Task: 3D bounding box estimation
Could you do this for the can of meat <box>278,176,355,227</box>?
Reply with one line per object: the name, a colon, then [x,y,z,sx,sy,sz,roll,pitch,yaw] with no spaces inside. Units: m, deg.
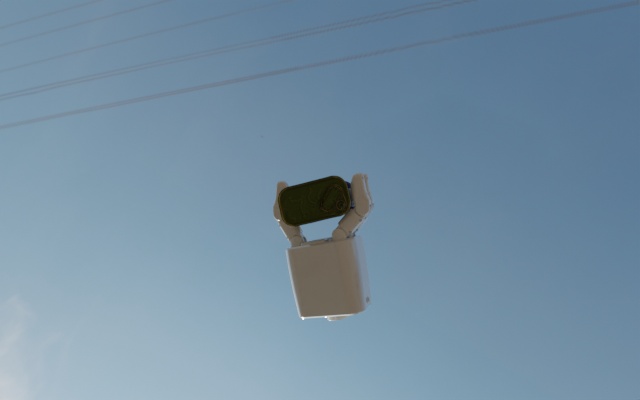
can of meat: [0.000,0.002,0.700,0.102,0.057,0.084,-14,-5,13]
